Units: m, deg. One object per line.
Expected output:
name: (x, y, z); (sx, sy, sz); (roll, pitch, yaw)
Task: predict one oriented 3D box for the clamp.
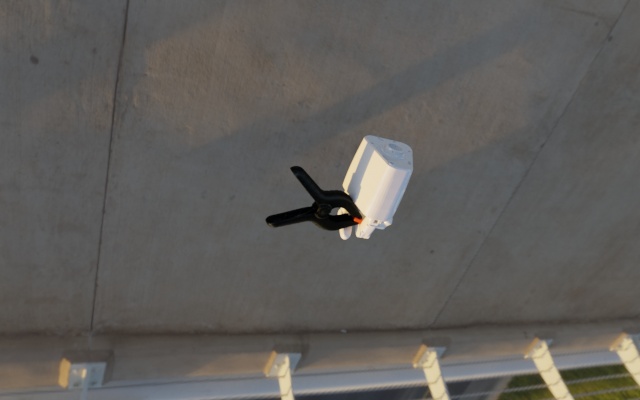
clamp: (0.000, 0.003, 0.823); (0.171, 0.120, 0.039); (6, 37, -23)
